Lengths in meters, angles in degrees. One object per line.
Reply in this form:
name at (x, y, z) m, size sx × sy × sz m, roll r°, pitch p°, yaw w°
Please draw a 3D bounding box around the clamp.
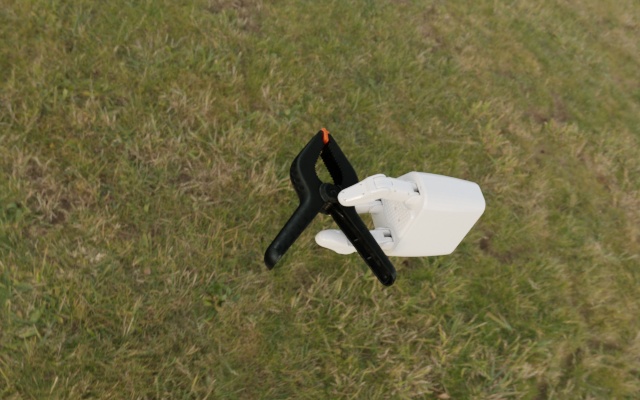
clamp at (0.001, 0.001, 0.571) m, size 0.164 × 0.210 × 0.036 m, roll 6°, pitch -32°, yaw -31°
